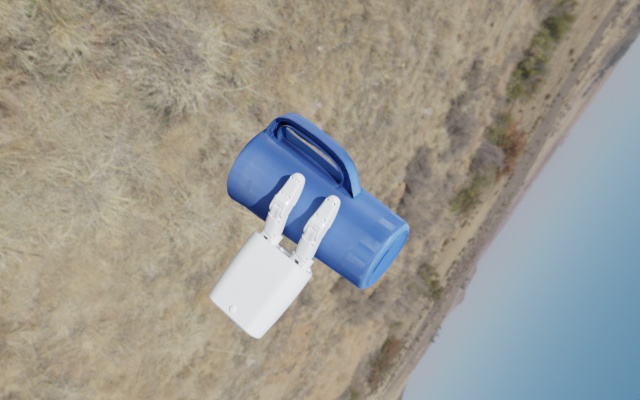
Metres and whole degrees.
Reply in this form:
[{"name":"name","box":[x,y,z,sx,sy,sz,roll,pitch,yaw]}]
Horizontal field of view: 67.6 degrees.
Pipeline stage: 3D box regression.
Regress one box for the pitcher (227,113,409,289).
[{"name":"pitcher","box":[0.000,0.002,0.659,0.242,0.145,0.149,36,-5,19]}]
